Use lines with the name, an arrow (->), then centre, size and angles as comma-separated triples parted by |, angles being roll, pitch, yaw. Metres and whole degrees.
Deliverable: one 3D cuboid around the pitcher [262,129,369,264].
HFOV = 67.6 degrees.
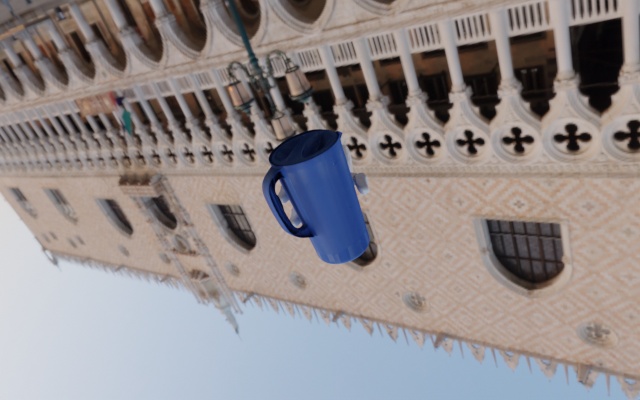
pitcher -> 0.000, 0.003, 0.886 | 0.149, 0.243, 0.145 | -16, 28, 12
